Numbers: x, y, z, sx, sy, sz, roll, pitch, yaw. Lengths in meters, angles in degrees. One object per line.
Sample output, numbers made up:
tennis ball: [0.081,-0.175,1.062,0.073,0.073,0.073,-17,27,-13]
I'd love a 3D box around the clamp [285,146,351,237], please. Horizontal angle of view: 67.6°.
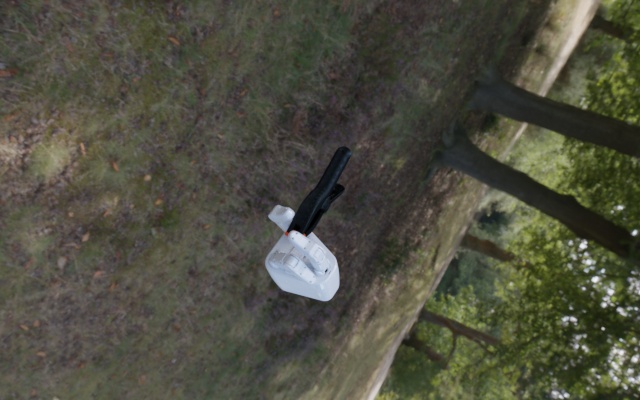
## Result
clamp: [0.001,0.003,0.787,0.039,0.171,0.120,28,-21,20]
